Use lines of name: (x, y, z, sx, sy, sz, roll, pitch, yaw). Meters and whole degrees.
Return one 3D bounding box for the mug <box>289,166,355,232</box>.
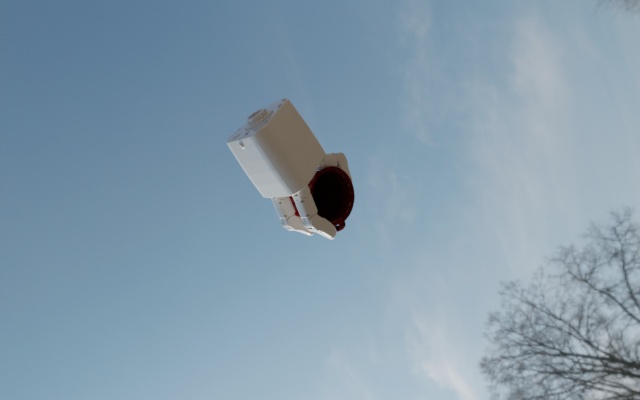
mug: (0.001, 0.004, 0.778, 0.081, 0.117, 0.093, -1, 39, 50)
